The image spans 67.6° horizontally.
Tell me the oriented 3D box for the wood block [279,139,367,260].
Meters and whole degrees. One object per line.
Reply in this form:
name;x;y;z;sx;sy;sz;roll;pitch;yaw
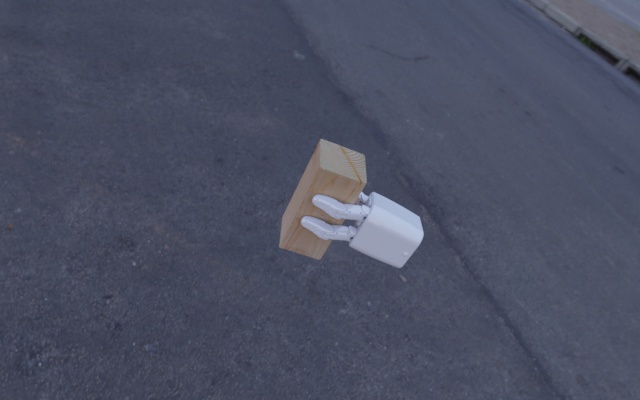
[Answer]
wood block;0.001;0.003;0.891;0.090;0.206;0.090;19;38;-13
